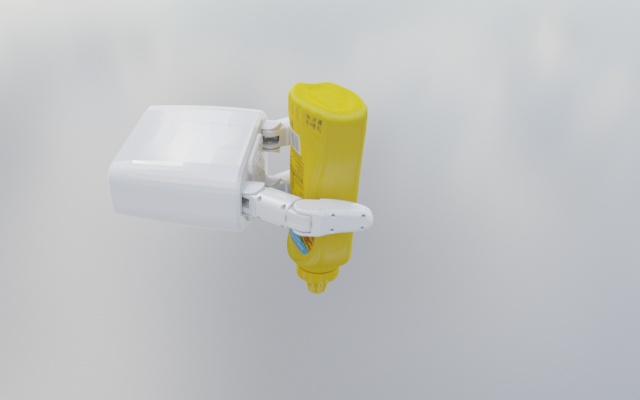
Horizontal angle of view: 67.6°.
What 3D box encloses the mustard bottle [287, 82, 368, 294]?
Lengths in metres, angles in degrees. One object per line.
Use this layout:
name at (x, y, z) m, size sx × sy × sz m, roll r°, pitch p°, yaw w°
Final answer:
mustard bottle at (0.000, 0.001, 0.418) m, size 0.058 × 0.192 × 0.096 m, roll -6°, pitch 29°, yaw -17°
